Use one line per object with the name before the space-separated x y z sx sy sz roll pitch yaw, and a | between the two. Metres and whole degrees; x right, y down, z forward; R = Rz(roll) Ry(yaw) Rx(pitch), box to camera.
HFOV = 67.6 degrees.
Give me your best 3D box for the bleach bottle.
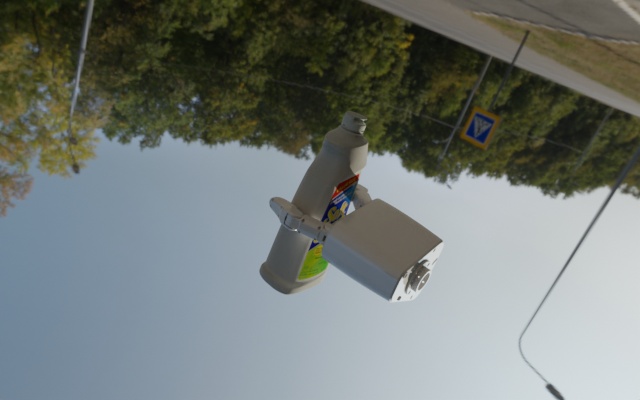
bleach bottle | 0.000 0.002 0.643 0.068 0.251 0.102 34 25 30
